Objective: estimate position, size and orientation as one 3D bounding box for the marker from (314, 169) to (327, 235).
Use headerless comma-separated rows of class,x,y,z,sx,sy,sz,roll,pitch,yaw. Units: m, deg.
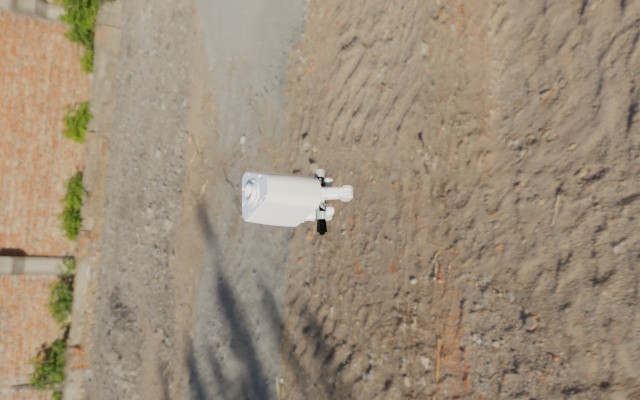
marker,0.000,0.003,0.866,0.020,0.121,0.020,-2,-12,-1
